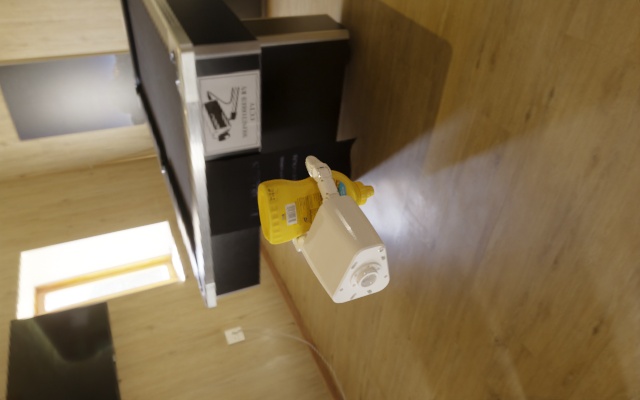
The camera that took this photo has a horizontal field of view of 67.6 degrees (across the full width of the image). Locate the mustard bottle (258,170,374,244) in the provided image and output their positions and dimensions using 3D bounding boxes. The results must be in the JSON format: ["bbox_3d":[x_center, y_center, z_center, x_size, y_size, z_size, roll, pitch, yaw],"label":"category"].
[{"bbox_3d":[0.000,0.002,0.761,0.191,0.096,0.058,-12,18,-22],"label":"mustard bottle"}]
